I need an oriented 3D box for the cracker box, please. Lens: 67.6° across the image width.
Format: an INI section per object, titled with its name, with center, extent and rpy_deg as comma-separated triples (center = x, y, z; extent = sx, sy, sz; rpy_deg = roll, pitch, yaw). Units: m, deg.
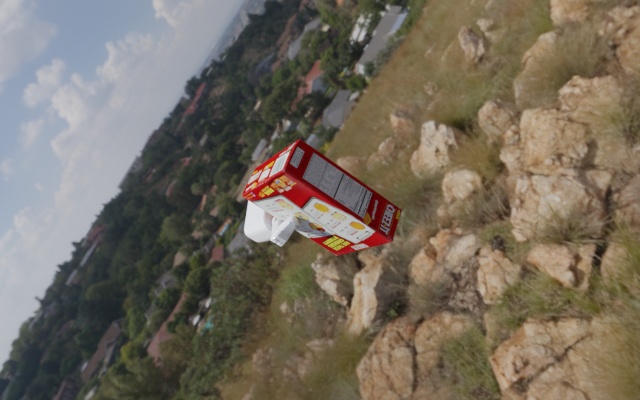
[cracker box]
center = 0.000, 0.003, 0.791
extent = 0.214, 0.072, 0.164
rpy_deg = 33, -28, -20
